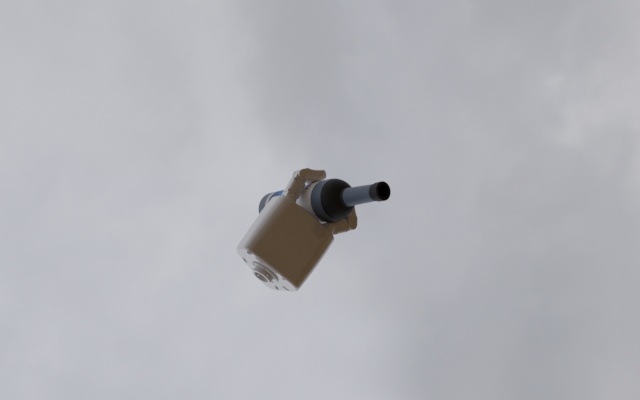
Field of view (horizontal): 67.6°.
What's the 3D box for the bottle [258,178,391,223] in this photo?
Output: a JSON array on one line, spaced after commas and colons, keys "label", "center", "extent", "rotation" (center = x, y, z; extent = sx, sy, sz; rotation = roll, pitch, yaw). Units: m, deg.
[{"label": "bottle", "center": [0.000, 0.002, 0.774], "extent": [0.069, 0.069, 0.296], "rotation": [0, -6, -37]}]
